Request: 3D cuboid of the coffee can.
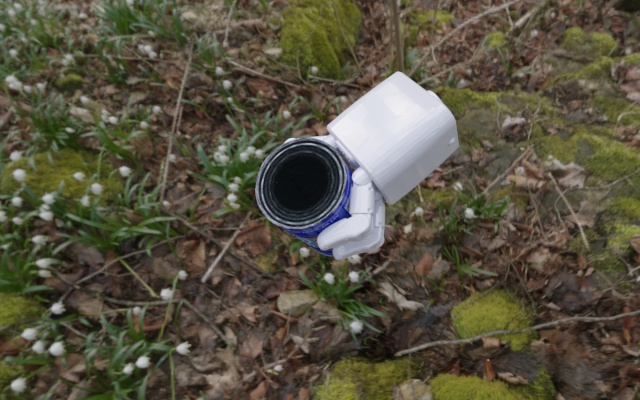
[{"bbox_3d":[0.000,0.002,0.560,0.103,0.102,0.140,0,-18,19],"label":"coffee can"}]
